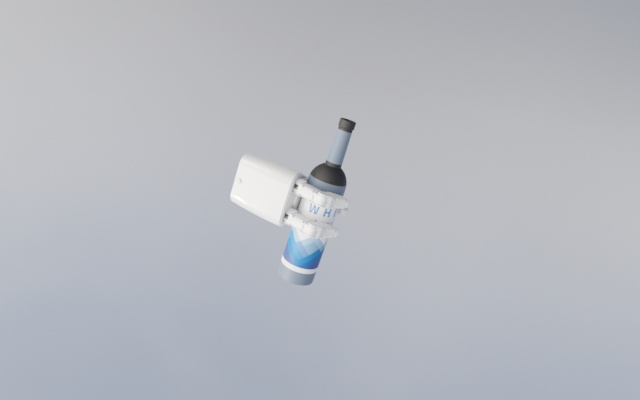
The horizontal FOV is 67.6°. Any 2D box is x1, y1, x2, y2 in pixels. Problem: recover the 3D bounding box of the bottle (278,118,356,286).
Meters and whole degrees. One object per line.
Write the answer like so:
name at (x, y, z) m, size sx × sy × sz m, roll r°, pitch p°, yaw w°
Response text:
bottle at (0.000, 0.003, 0.820) m, size 0.069 × 0.296 × 0.069 m, roll 17°, pitch 17°, yaw -5°
